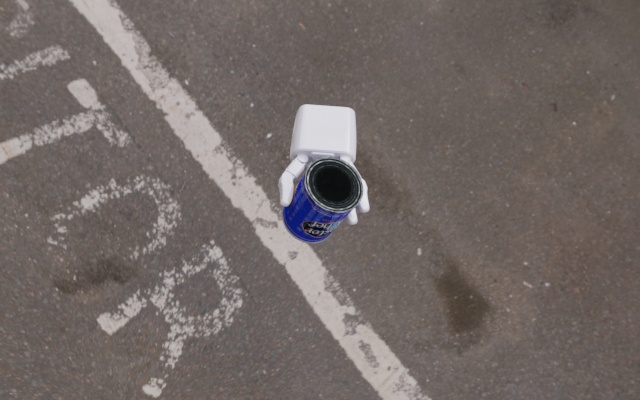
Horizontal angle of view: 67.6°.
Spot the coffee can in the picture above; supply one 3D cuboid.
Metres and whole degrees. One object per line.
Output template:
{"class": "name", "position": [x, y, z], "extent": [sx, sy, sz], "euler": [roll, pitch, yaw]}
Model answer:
{"class": "coffee can", "position": [0.000, 0.003, 0.827], "extent": [0.103, 0.102, 0.140], "euler": [0, -25, -21]}
